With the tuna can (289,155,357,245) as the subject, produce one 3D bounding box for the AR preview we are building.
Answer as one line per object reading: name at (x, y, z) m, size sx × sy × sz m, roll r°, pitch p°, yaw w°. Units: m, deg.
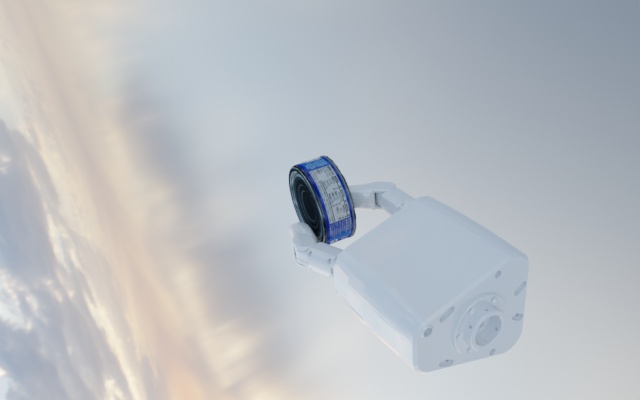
tuna can at (0.000, 0.002, 0.466) m, size 0.034 × 0.086 × 0.086 m, roll -20°, pitch 6°, yaw -18°
